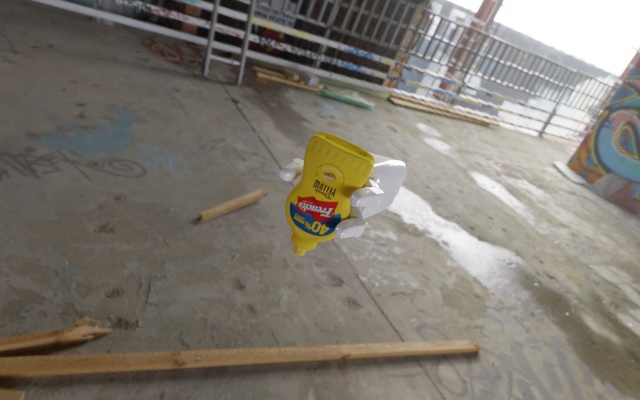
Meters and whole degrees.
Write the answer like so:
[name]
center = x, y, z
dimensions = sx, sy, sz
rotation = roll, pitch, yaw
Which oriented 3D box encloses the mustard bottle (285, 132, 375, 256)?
[mustard bottle]
center = 0.000, 0.002, 0.705
dimensions = 0.096, 0.192, 0.058
rotation = 26, 26, 4
